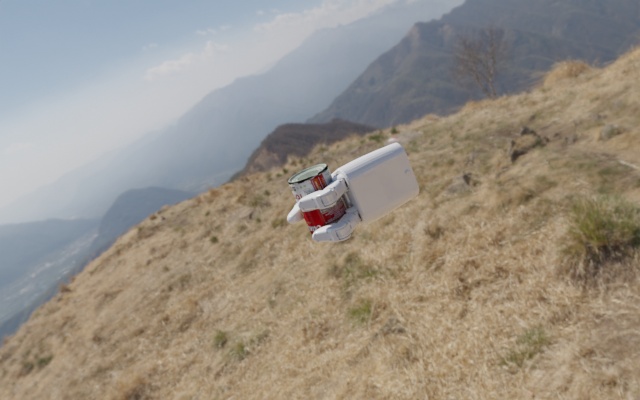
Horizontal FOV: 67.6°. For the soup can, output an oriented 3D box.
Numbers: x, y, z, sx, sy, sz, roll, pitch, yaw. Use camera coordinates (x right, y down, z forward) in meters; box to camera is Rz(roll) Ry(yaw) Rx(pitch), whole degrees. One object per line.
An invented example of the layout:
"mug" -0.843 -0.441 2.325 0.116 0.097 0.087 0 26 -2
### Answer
"soup can" 0.000 0.002 0.740 0.068 0.102 0.068 -22 16 7
